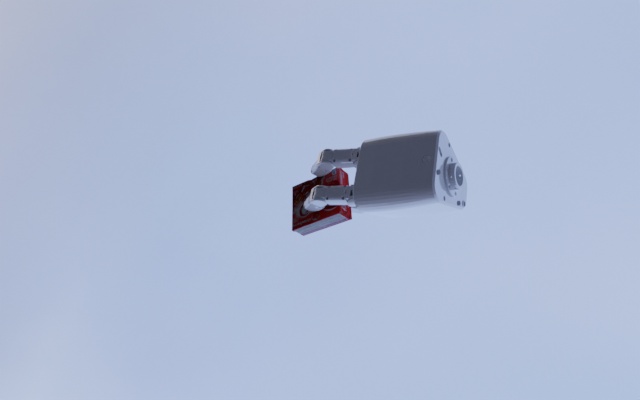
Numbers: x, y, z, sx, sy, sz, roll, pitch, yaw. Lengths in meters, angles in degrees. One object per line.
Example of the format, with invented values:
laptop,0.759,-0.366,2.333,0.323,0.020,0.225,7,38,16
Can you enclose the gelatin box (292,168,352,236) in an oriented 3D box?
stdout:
gelatin box,0.000,0.002,0.680,0.089,0.073,0.030,-22,-34,32
